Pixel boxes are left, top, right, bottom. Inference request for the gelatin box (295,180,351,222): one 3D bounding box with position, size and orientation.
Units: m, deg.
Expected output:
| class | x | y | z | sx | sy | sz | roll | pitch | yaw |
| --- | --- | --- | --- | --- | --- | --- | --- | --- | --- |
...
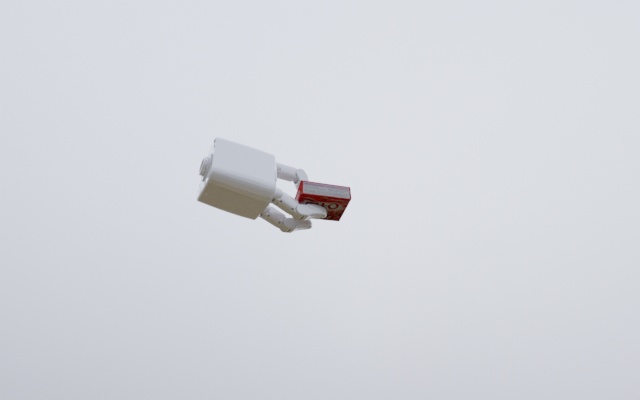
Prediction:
| class | x | y | z | sx | sy | sz | roll | pitch | yaw |
| --- | --- | --- | --- | --- | --- | --- | --- | --- | --- |
| gelatin box | 0.000 | 0.002 | 0.820 | 0.089 | 0.030 | 0.073 | 7 | -35 | -13 |
